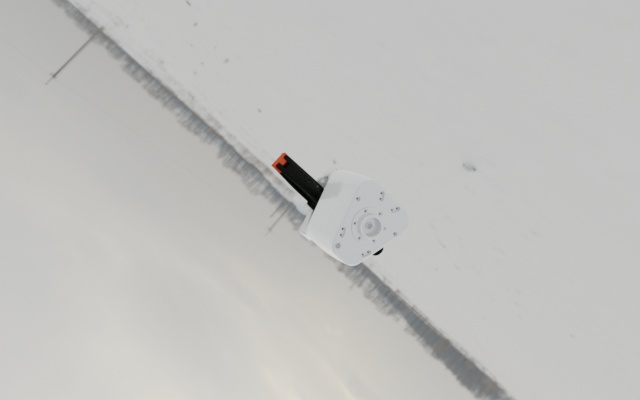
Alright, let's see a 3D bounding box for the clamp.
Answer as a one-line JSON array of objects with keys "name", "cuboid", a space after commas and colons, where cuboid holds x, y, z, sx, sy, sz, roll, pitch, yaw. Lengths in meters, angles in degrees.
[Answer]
[{"name": "clamp", "cuboid": [-0.001, 0.003, 0.779, 0.210, 0.036, 0.164, 44, -7, -18]}]
